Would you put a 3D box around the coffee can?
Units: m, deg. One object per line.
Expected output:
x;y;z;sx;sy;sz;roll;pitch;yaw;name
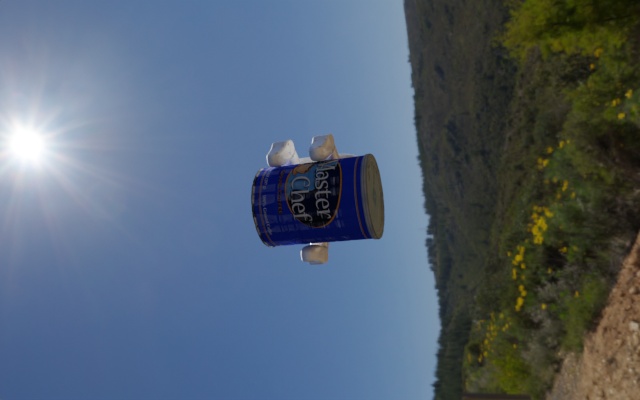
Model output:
0.000;0.002;0.588;0.140;0.103;0.103;-6;-2;17;coffee can
